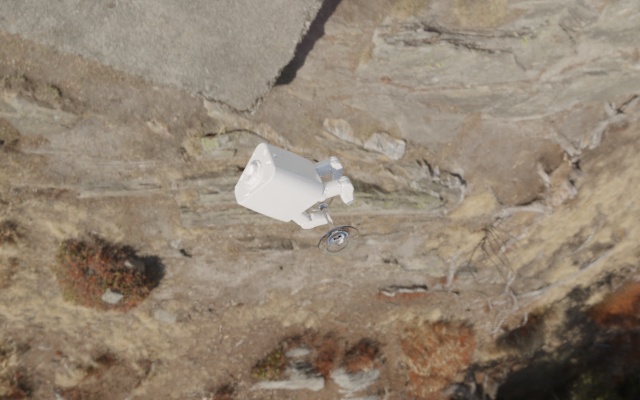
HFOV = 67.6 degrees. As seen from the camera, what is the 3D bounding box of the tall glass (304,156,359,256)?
[{"bbox_3d":[0.000,0.003,0.875,0.079,0.079,0.201,0,42,-25],"label":"tall glass"}]
